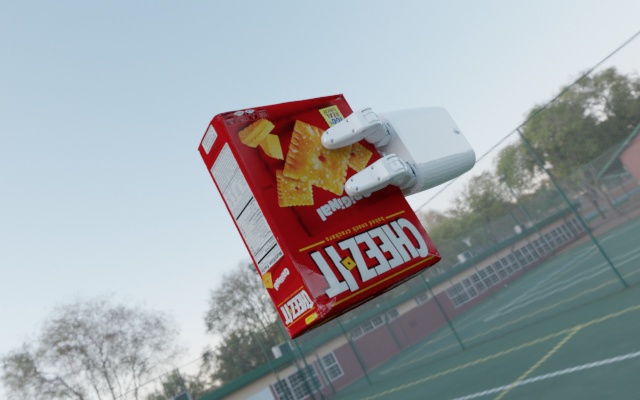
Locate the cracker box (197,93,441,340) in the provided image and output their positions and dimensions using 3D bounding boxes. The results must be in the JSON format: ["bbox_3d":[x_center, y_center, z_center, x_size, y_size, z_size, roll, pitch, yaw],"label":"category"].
[{"bbox_3d":[0.000,0.002,0.479,0.164,0.213,0.072,-17,-19,-37],"label":"cracker box"}]
